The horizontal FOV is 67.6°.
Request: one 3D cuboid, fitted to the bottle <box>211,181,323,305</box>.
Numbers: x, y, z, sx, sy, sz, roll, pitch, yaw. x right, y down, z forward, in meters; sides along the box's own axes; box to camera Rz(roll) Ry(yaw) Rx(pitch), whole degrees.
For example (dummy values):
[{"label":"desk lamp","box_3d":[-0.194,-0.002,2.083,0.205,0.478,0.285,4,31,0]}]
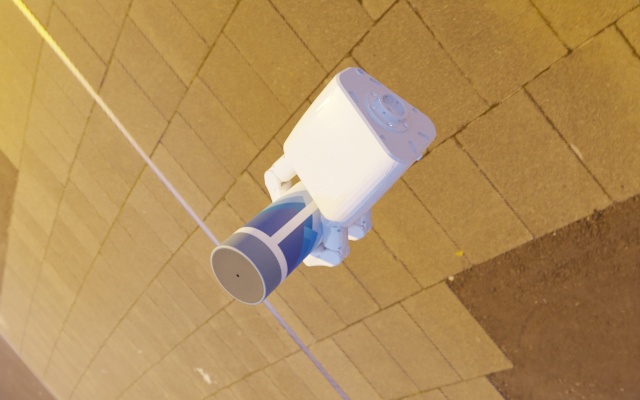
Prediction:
[{"label":"bottle","box_3d":[0.000,0.002,0.546,0.069,0.069,0.295,0,28,36]}]
